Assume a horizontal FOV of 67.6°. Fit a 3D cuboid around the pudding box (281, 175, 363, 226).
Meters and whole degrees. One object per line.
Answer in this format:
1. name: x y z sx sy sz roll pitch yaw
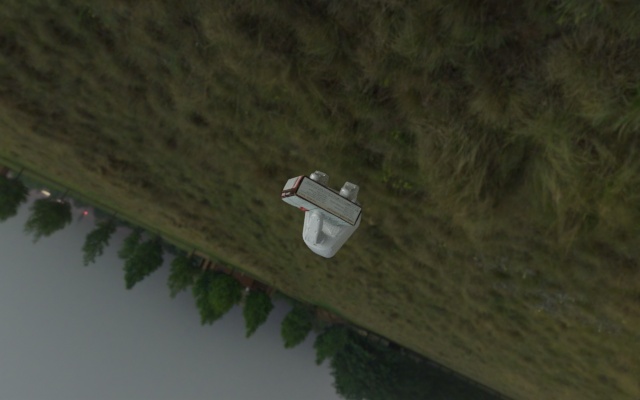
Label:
1. pudding box: 0.000 0.003 0.771 0.113 0.039 0.090 27 -12 -16
